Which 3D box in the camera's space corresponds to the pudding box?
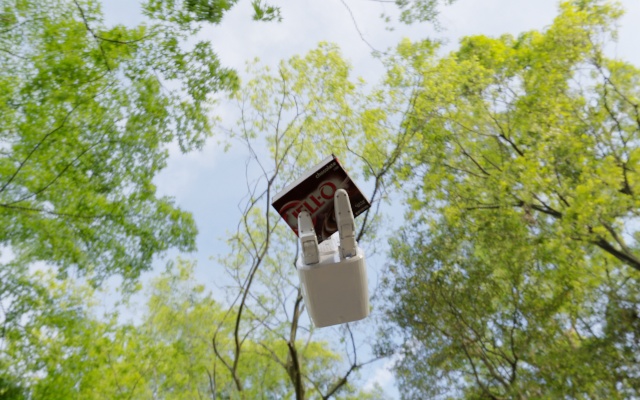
[{"bbox_3d":[0.000,0.002,0.674,0.113,0.090,0.039,-37,19,6],"label":"pudding box"}]
